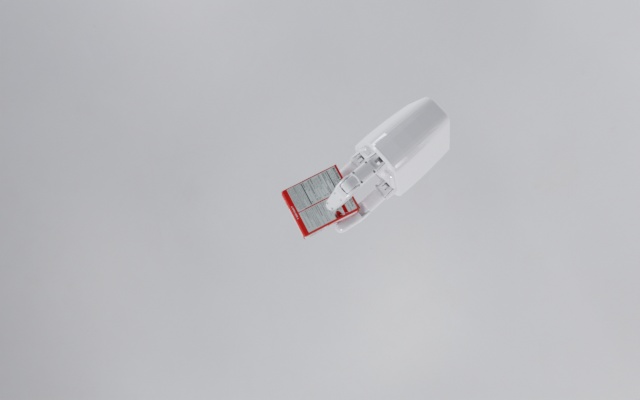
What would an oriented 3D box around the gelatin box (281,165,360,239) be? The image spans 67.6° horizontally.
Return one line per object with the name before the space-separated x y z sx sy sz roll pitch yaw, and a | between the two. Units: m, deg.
gelatin box | 0.000 0.002 0.672 0.089 0.073 0.030 -27 -10 -7
